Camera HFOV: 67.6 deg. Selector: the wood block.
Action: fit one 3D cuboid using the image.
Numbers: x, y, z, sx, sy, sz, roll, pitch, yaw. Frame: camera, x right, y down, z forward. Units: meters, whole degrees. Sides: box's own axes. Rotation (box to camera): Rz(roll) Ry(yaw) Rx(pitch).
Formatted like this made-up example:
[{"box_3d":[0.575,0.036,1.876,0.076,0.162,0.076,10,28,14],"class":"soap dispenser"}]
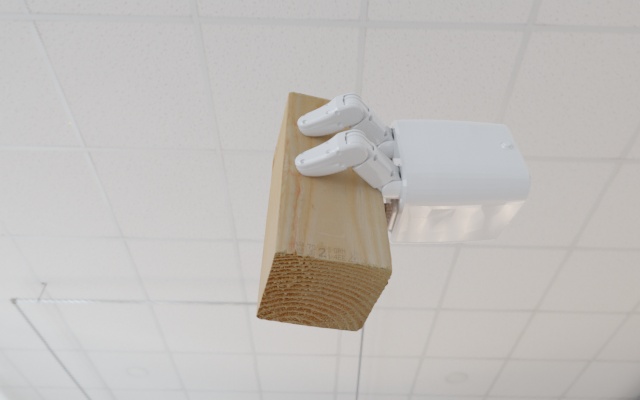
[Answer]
[{"box_3d":[0.000,0.002,0.437,0.090,0.091,0.206,10,43,-9],"class":"wood block"}]
